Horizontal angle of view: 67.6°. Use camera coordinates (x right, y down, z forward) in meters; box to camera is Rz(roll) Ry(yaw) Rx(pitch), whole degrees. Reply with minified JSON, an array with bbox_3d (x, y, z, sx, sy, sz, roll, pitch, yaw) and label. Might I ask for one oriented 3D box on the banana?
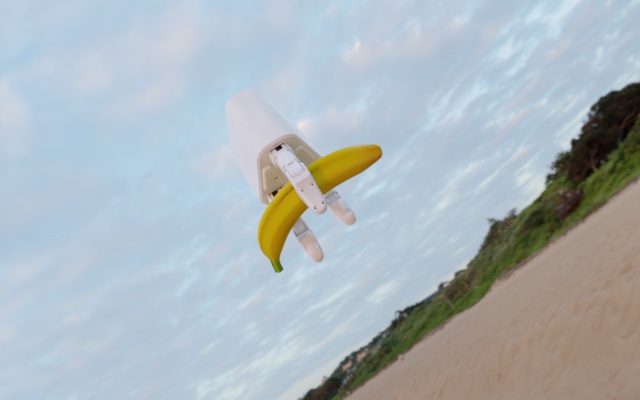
[{"bbox_3d":[-0.014,-0.003,0.555,0.070,0.198,0.037,31,16,-44],"label":"banana"}]
